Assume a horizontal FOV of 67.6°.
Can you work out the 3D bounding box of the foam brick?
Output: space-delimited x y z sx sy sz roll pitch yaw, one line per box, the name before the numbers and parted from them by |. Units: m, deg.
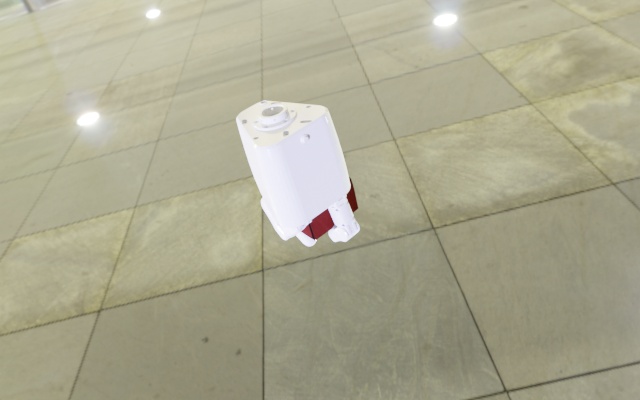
foam brick | 0.000 0.002 0.602 0.078 0.051 0.053 -35 40 -24
